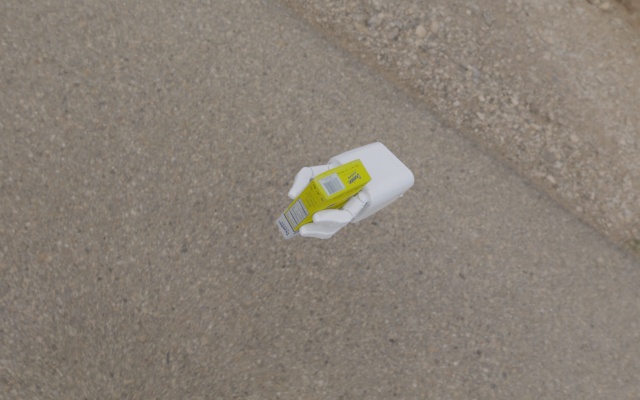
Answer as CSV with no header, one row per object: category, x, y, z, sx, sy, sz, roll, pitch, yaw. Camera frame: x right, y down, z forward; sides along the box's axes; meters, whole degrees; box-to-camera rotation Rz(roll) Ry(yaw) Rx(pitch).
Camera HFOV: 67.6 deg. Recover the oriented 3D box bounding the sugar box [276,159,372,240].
sugar box,0.001,0.003,0.775,0.093,0.048,0.176,-24,-14,-32
